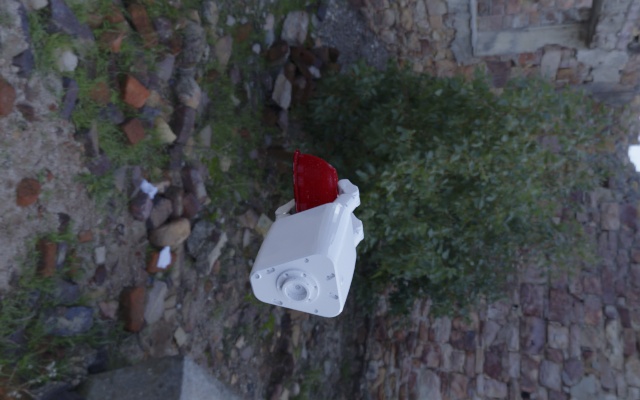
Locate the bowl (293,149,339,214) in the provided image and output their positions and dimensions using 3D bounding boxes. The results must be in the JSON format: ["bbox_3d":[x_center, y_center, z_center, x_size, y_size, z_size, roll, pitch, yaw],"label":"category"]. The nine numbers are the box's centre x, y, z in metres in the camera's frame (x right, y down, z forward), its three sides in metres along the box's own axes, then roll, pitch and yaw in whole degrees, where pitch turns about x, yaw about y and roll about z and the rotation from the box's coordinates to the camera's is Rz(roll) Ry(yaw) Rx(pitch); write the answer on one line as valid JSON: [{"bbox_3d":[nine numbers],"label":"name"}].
[{"bbox_3d":[0.001,0.001,0.696,0.055,0.162,0.162,-7,-1,5],"label":"bowl"}]
